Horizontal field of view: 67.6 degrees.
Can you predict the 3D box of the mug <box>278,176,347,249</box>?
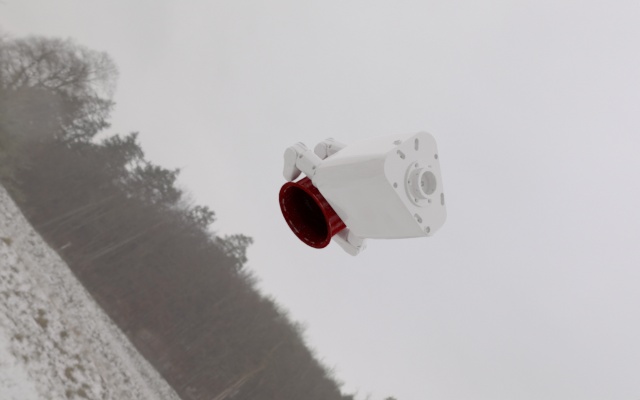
[{"bbox_3d":[-0.001,0.002,0.617,0.081,0.093,0.117,-33,17,-33],"label":"mug"}]
